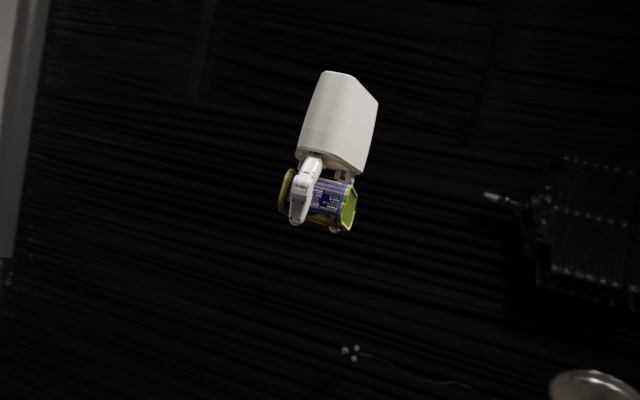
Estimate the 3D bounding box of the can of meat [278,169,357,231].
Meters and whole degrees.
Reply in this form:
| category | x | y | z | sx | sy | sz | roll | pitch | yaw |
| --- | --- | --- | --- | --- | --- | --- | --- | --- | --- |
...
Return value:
| category | x | y | z | sx | sy | sz | roll | pitch | yaw |
| --- | --- | --- | --- | --- | --- | --- | --- | --- | --- |
| can of meat | 0.000 | 0.002 | 0.634 | 0.084 | 0.057 | 0.102 | 14 | -8 | 13 |
